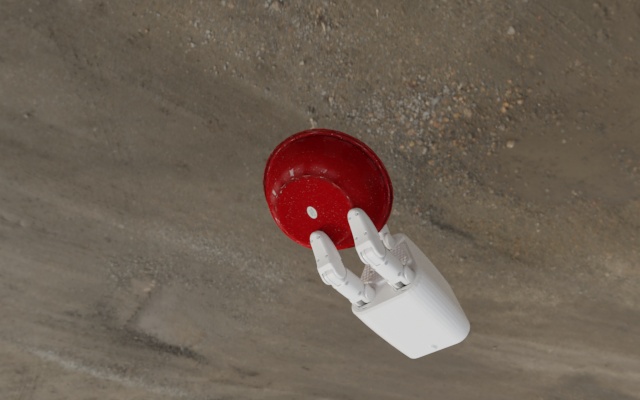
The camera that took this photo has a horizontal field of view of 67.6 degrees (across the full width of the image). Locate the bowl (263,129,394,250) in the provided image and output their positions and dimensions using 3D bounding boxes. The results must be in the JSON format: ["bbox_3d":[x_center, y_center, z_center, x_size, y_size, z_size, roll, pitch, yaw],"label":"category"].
[{"bbox_3d":[-0.001,0.001,0.553,0.162,0.162,0.055,0,27,18],"label":"bowl"}]
